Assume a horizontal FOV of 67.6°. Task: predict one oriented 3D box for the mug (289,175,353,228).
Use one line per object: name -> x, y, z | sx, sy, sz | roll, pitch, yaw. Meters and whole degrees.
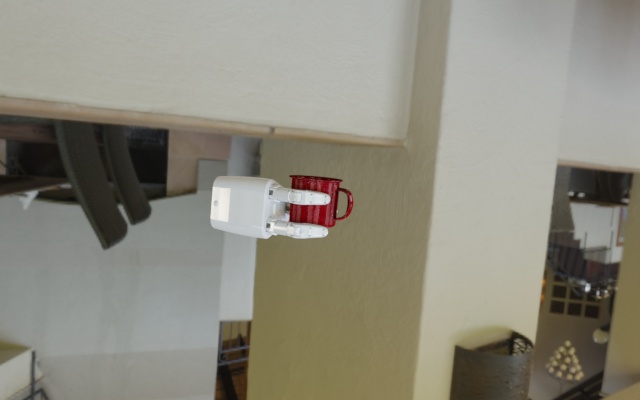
mug -> 0.001, 0.003, 0.812 | 0.117, 0.081, 0.093 | 7, 6, 22
